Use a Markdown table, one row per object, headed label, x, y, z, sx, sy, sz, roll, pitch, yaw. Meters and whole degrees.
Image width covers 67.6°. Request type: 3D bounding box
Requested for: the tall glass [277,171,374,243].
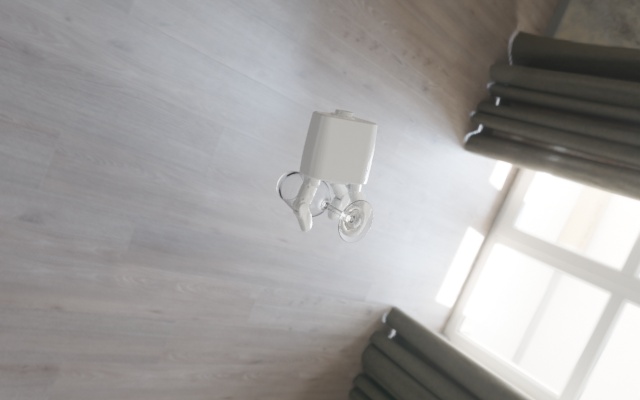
| label | x | y | z | sx | sy | sz | roll | pitch | yaw |
| --- | --- | --- | --- | --- | --- | --- | --- | --- | --- |
| tall glass | 0.000 | 0.003 | 0.850 | 0.079 | 0.079 | 0.201 | 0 | 18 | -39 |
